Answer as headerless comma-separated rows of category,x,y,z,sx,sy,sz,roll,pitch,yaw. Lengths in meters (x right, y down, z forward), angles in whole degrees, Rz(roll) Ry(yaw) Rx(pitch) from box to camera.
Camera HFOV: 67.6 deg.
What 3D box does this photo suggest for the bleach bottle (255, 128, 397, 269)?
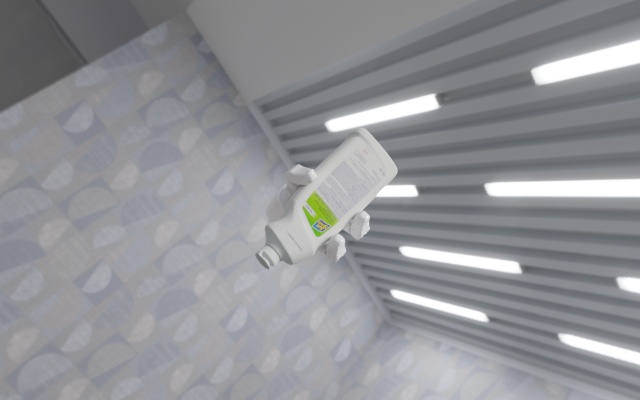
bleach bottle,0.000,0.002,0.708,0.250,0.102,0.068,-41,2,-24
